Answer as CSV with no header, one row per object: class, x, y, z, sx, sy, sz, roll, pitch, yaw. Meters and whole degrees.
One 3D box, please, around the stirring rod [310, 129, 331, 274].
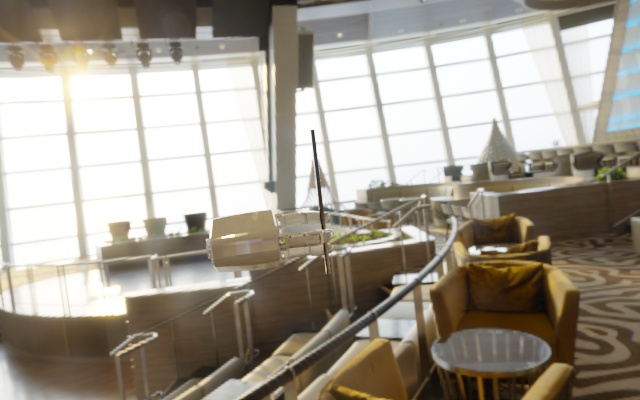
stirring rod,0.000,0.003,0.792,0.011,0.239,0.011,-6,3,0
